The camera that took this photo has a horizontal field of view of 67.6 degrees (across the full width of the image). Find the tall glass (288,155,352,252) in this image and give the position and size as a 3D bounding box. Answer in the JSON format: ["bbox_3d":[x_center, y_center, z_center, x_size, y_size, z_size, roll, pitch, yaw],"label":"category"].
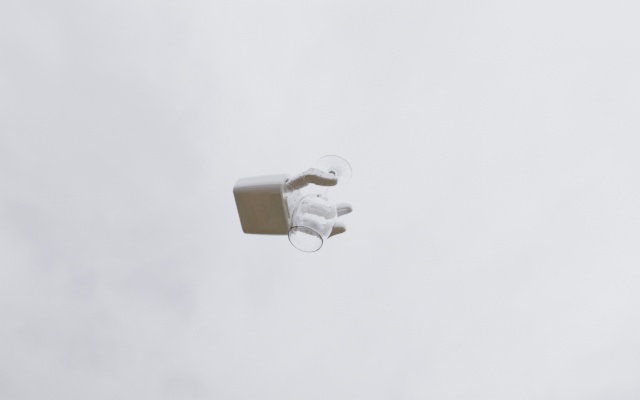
[{"bbox_3d":[0.000,0.002,0.870,0.079,0.079,0.201,0,39,19],"label":"tall glass"}]
